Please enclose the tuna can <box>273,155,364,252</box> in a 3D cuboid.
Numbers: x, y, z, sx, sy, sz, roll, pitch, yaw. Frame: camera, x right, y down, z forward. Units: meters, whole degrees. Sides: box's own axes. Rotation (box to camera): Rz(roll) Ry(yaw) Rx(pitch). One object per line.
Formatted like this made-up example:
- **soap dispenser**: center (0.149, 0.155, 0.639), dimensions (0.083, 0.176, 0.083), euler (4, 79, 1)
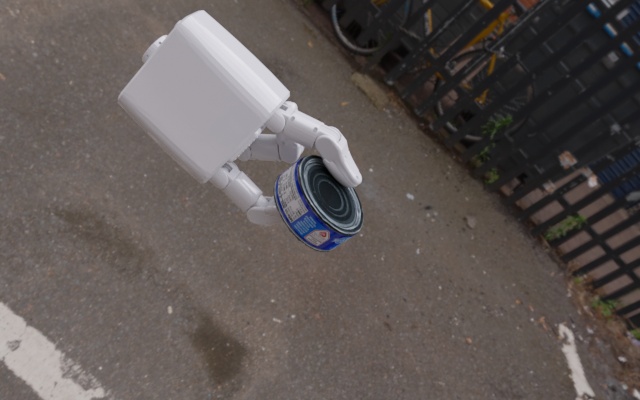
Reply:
- **tuna can**: center (0.001, 0.001, 0.435), dimensions (0.034, 0.086, 0.086), euler (-35, -20, 31)
